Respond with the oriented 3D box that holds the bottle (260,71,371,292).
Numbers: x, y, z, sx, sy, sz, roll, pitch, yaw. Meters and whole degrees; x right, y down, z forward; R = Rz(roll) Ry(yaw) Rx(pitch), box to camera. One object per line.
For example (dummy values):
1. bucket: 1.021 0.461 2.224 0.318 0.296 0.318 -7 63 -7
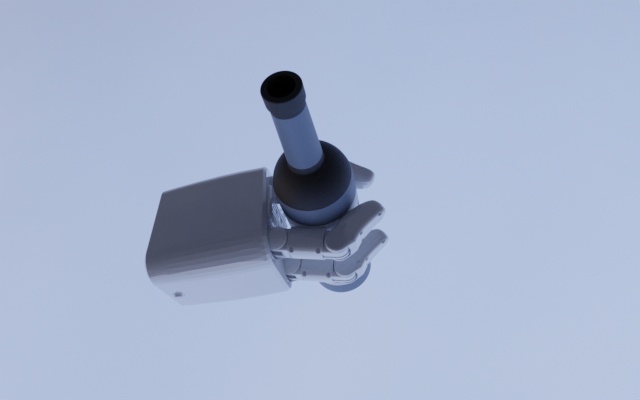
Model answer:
1. bottle: 0.000 0.001 0.422 0.069 0.069 0.296 0 -29 11
